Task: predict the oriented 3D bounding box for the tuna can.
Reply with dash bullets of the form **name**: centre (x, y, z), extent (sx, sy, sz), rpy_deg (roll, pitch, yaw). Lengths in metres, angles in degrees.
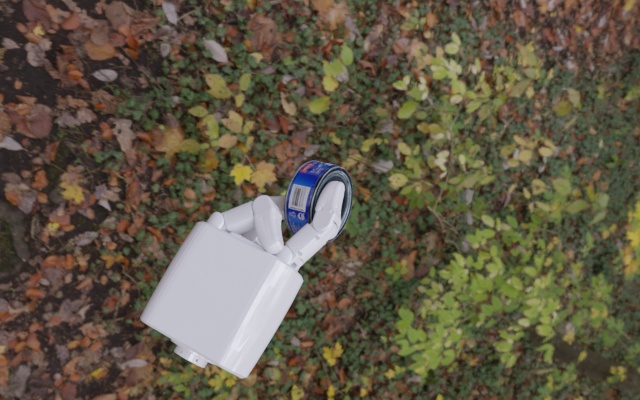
- **tuna can**: centre (0.001, 0.002, 0.512), extent (0.033, 0.086, 0.086), rpy_deg (13, 7, 32)
